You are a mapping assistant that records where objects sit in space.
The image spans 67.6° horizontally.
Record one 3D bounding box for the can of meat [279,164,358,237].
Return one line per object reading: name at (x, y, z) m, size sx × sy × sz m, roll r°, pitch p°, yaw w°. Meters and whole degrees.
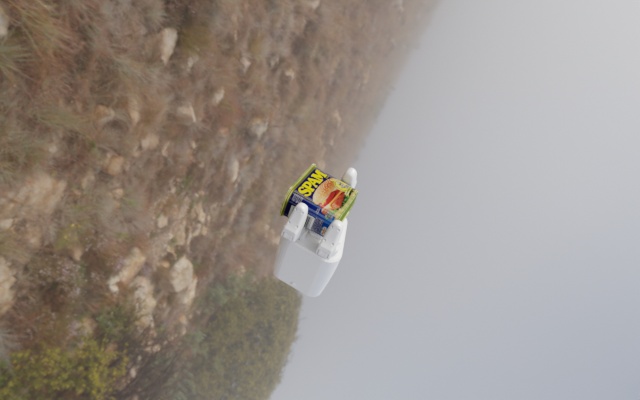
can of meat at (0.000, 0.002, 0.716) m, size 0.084 × 0.057 × 0.102 m, roll 29°, pitch 40°, yaw 8°
